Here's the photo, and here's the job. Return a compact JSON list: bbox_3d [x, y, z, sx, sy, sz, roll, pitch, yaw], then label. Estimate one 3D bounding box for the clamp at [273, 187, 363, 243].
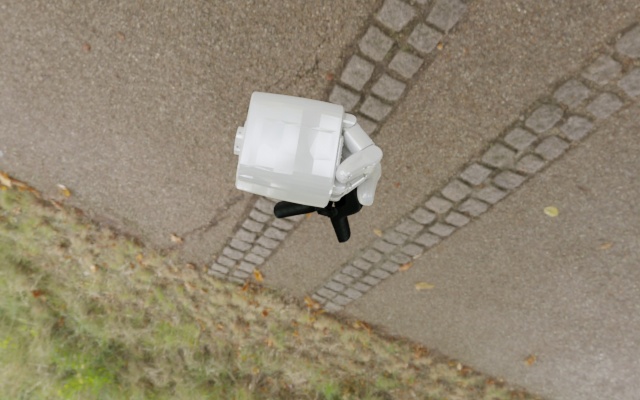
[{"bbox_3d":[0.000,0.003,0.648,0.120,0.039,0.172,13,-32,-5],"label":"clamp"}]
